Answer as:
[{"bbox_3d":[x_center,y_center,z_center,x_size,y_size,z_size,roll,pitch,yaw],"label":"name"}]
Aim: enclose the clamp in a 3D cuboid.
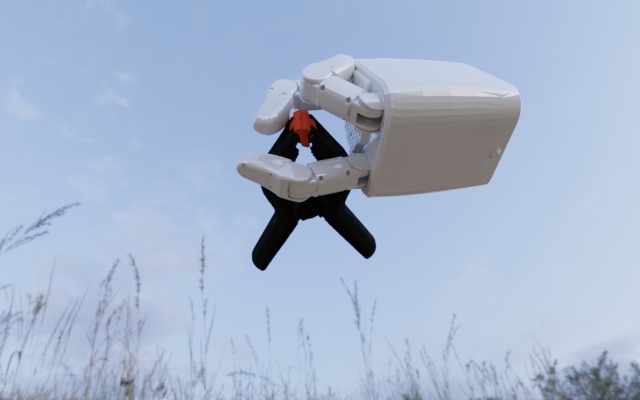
[{"bbox_3d":[0.000,0.001,0.421,0.120,0.172,0.039,-4,45,-12],"label":"clamp"}]
